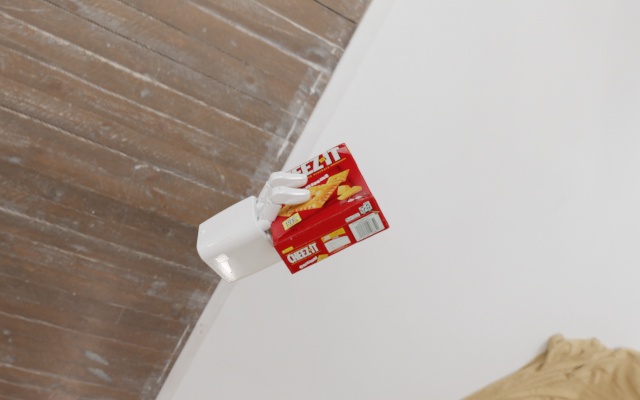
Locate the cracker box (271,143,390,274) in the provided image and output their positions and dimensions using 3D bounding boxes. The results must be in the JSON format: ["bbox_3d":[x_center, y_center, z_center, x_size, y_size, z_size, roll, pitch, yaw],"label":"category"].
[{"bbox_3d":[0.000,0.003,0.778,0.164,0.072,0.213,-26,29,5],"label":"cracker box"}]
